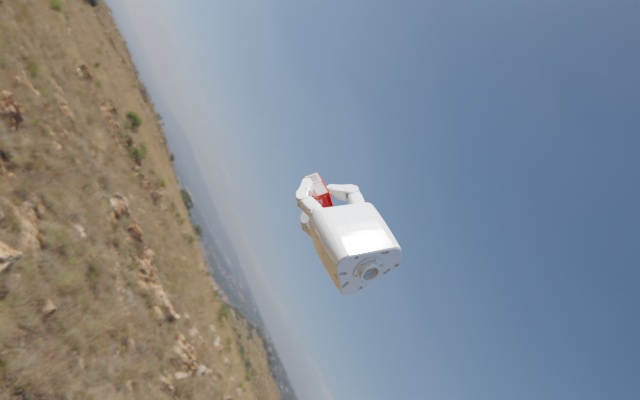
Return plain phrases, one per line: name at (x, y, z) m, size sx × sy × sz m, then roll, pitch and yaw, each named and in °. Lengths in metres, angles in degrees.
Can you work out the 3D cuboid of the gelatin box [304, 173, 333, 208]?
gelatin box at (0.000, 0.002, 0.840) m, size 0.030 × 0.073 × 0.089 m, roll -19°, pitch 30°, yaw -6°
